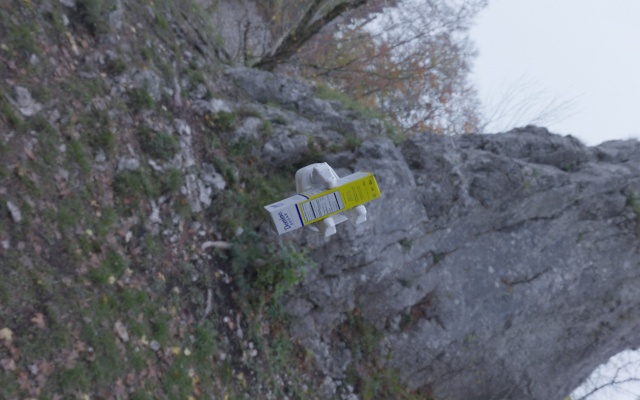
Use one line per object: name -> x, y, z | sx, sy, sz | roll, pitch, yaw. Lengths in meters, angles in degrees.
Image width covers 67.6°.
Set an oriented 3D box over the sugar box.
sugar box -> 0.000, 0.003, 0.778 | 0.176, 0.048, 0.093 | -23, 9, -9
